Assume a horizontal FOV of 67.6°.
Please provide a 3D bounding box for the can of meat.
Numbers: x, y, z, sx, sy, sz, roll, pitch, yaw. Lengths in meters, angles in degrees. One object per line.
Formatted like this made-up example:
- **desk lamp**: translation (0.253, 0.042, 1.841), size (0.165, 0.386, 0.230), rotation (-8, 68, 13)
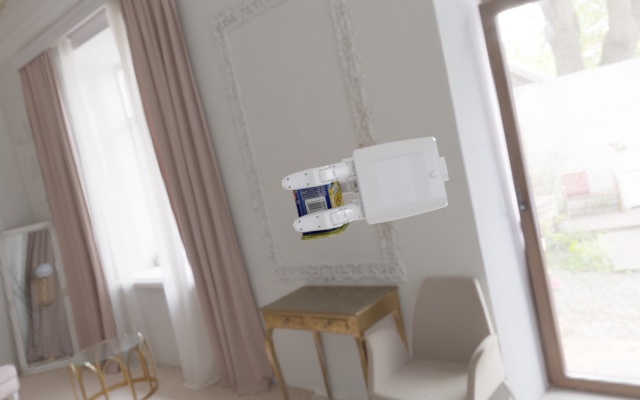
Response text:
- **can of meat**: translation (0.000, 0.002, 0.653), size (0.057, 0.084, 0.102), rotation (-11, 5, 13)
